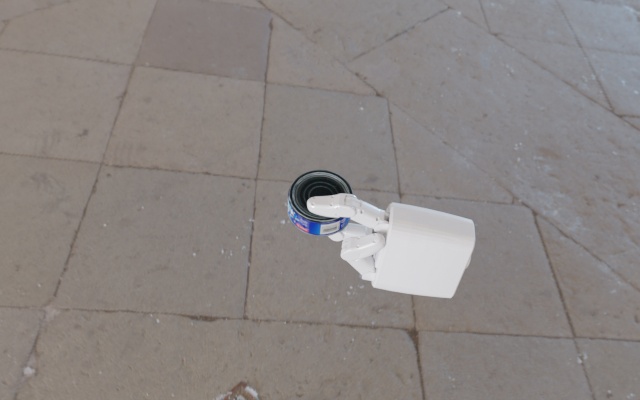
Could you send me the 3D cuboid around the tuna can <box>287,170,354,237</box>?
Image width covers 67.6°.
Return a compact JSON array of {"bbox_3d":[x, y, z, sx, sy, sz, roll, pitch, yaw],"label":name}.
[{"bbox_3d":[0.000,0.002,0.616,0.086,0.086,0.034,0,-36,-4],"label":"tuna can"}]
